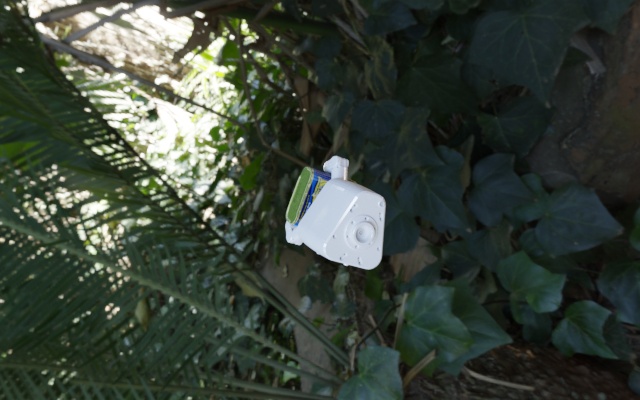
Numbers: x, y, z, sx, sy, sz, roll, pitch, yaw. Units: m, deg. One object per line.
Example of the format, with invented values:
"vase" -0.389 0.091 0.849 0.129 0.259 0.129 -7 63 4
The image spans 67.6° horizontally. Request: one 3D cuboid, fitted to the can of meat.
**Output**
"can of meat" 0.000 0.002 0.784 0.084 0.102 0.057 18 6 -23
